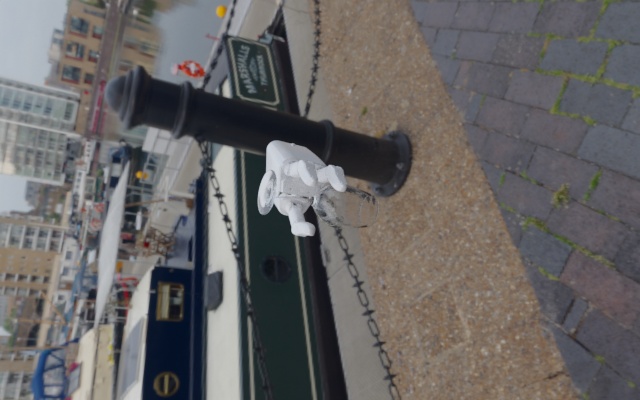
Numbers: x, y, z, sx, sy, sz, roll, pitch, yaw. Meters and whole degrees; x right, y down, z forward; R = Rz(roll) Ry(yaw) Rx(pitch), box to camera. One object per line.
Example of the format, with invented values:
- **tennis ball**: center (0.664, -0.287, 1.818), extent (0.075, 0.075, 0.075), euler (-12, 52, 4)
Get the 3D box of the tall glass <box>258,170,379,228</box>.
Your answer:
- **tall glass**: center (0.000, 0.003, 0.814), extent (0.201, 0.079, 0.079), euler (11, -5, -27)
